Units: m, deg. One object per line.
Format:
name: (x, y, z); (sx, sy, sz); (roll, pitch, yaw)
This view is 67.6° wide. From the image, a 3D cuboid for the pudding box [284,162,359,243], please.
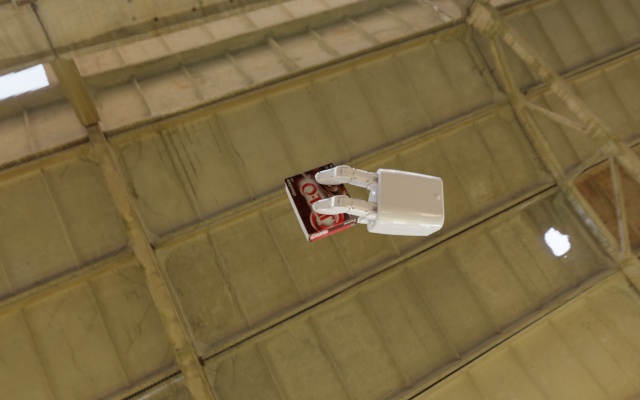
pudding box: (0.000, 0.003, 0.791); (0.090, 0.113, 0.039); (-20, -26, -14)
